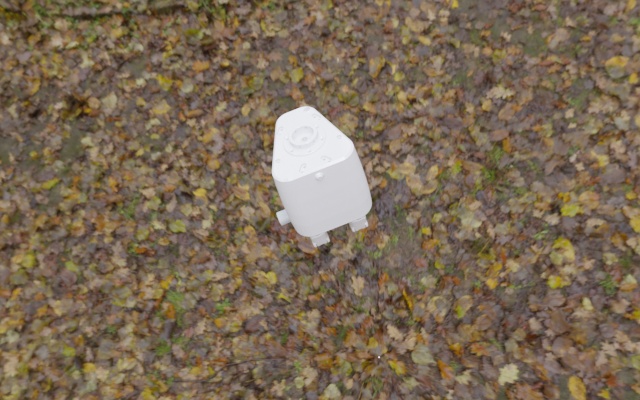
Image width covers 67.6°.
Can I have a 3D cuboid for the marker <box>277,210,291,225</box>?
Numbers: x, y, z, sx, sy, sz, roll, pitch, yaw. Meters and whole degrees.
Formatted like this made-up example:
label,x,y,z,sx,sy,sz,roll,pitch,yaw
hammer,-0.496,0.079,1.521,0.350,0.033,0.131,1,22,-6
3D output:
label,x,y,z,sx,sy,sz,roll,pitch,yaw
marker,0.000,0.002,0.640,0.121,0.020,0.020,-22,0,-1
